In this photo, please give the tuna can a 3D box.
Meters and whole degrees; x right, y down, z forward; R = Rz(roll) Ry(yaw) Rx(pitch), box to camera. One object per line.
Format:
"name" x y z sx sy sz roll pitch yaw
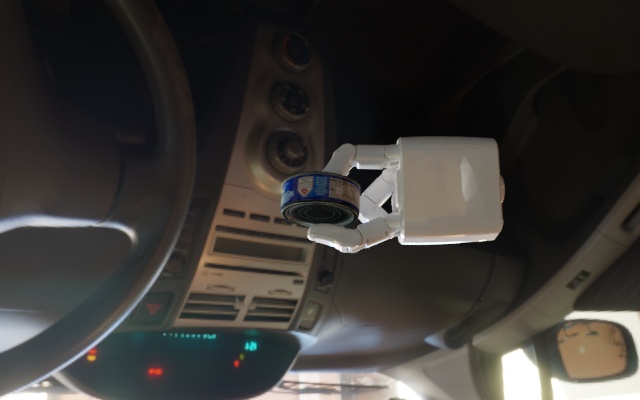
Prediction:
"tuna can" 0.000 0.002 0.513 0.086 0.033 0.086 3 -22 1
